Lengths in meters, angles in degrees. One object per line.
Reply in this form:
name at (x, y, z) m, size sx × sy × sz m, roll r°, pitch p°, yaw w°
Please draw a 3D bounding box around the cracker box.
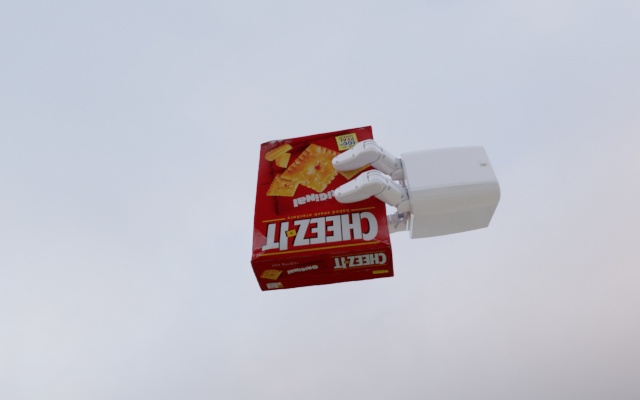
cracker box at (0.000, 0.002, 0.621) m, size 0.164 × 0.213 × 0.072 m, roll -8°, pitch -44°, yaw 6°
